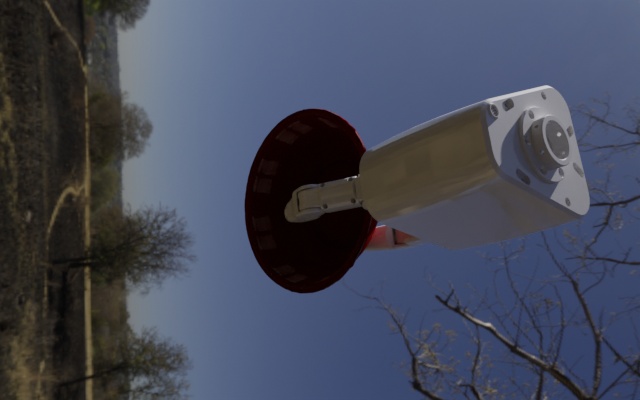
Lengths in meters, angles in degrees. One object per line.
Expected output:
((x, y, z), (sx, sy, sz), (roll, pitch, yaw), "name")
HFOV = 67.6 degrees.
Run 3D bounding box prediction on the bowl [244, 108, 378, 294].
((-0.001, 0.001, 0.437), (0.162, 0.162, 0.055), (0, -4, 44), "bowl")
